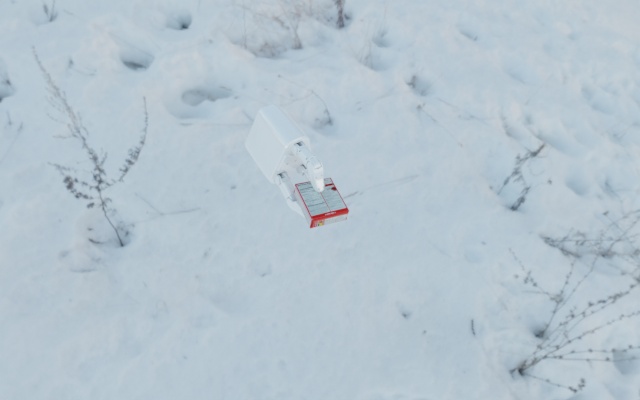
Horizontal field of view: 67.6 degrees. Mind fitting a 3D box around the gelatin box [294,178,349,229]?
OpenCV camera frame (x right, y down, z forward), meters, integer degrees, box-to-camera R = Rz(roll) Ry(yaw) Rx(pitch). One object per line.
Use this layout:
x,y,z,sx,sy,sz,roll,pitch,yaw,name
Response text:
0.000,0.003,0.869,0.073,0.089,0.030,-13,-37,-21,gelatin box
